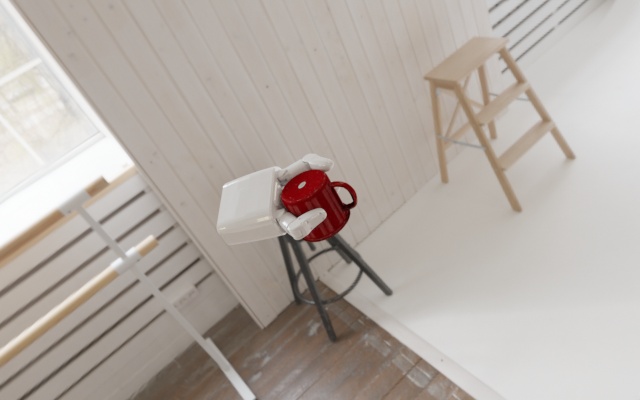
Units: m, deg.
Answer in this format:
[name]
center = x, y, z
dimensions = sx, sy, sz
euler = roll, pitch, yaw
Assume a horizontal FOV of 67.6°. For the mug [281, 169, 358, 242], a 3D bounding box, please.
[mug]
center = 0.001, 0.002, 0.752
dimensions = 0.117, 0.081, 0.093
euler = -15, 36, 23
